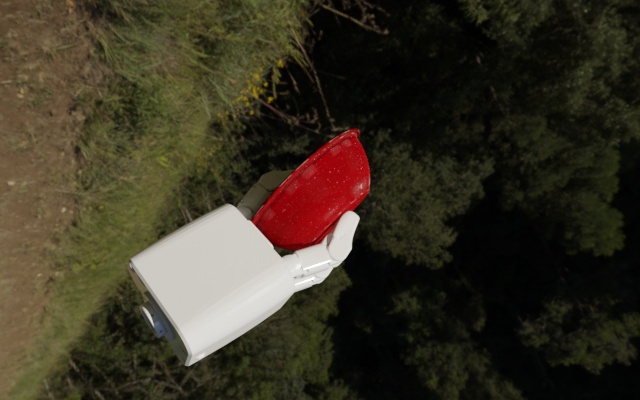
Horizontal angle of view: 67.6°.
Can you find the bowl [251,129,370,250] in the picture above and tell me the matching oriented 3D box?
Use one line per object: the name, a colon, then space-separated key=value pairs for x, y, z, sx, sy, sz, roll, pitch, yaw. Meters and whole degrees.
bowl: x=0.001 y=0.001 z=0.499 sx=0.162 sy=0.055 sz=0.162 roll=-43 pitch=-8 yaw=-7
